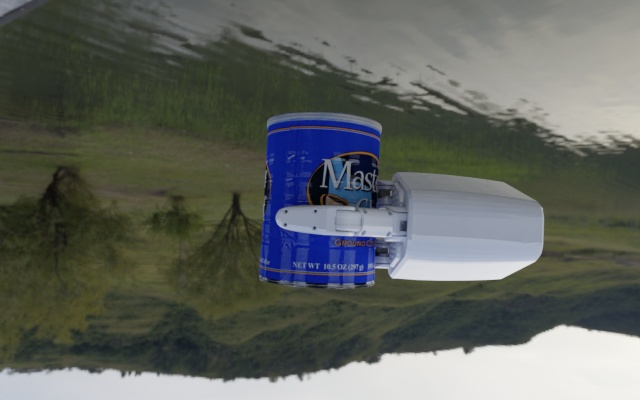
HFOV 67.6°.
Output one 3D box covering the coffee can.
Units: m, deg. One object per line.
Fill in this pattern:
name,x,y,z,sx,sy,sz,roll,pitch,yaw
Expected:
coffee can,0.000,0.001,0.426,0.103,0.140,0.103,3,-3,0
